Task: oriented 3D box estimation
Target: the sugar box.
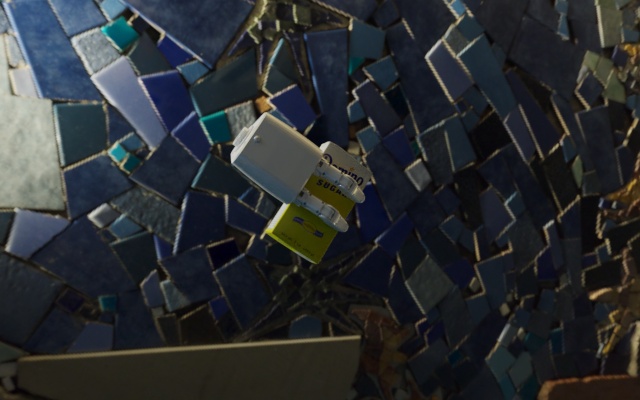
[{"bbox_3d":[0.000,0.002,0.759,0.093,0.176,0.048,36,-12,-16],"label":"sugar box"}]
